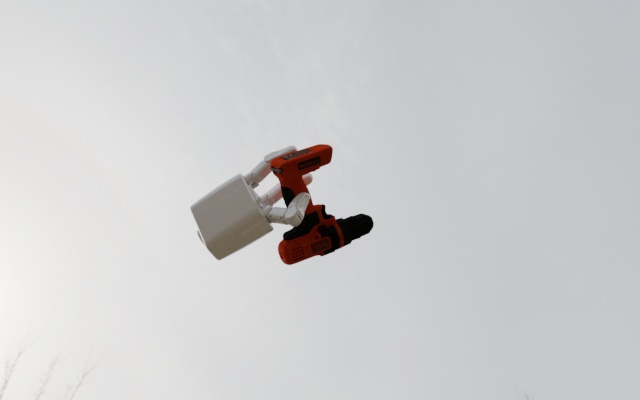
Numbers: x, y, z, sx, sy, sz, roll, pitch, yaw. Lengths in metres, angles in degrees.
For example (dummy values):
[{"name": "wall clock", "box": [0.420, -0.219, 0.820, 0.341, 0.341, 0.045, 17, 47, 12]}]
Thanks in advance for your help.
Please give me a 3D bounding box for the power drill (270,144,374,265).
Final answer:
[{"name": "power drill", "box": [0.000, 0.002, 0.820, 0.184, 0.188, 0.057, -20, 18, -23]}]
